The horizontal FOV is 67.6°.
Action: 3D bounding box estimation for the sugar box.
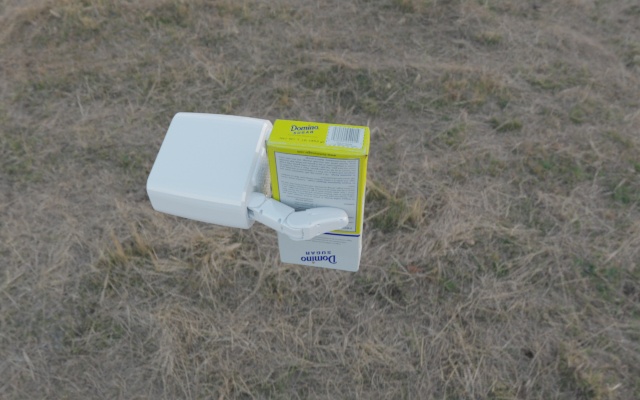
[{"bbox_3d":[0.000,0.001,0.499,0.093,0.048,0.176,7,-42,7],"label":"sugar box"}]
